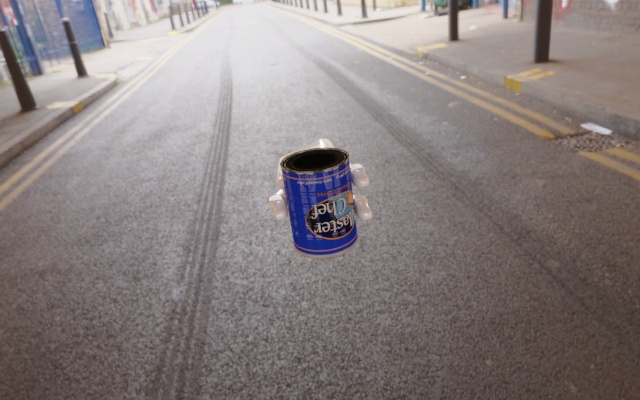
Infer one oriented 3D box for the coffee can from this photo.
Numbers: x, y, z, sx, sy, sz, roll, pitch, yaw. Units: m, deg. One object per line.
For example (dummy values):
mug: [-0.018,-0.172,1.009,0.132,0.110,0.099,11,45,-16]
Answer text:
coffee can: [0.000,0.003,0.723,0.103,0.140,0.102,-6,25,3]
